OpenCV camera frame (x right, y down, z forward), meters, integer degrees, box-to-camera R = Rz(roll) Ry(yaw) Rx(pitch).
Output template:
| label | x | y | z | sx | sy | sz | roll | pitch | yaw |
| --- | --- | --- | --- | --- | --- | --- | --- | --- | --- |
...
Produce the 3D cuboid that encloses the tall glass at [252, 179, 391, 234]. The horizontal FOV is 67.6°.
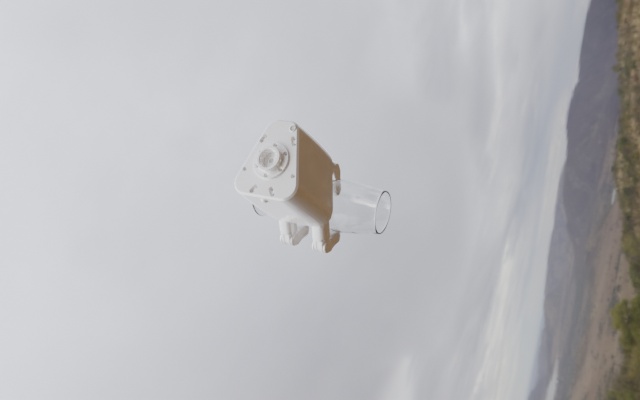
| label | x | y | z | sx | sy | sz | roll | pitch | yaw |
| --- | --- | --- | --- | --- | --- | --- | --- | --- | --- |
| tall glass | 0.000 | 0.002 | 0.711 | 0.201 | 0.079 | 0.079 | 10 | 4 | 26 |
